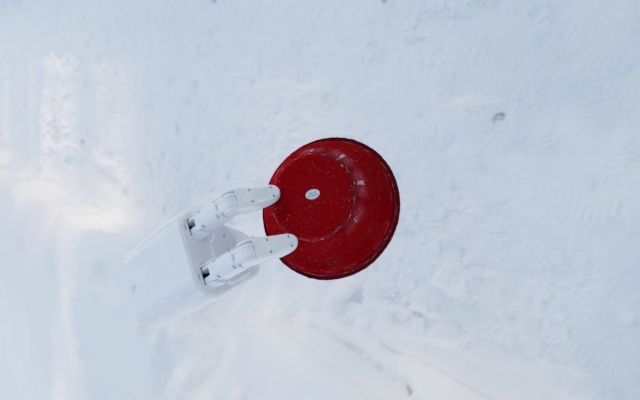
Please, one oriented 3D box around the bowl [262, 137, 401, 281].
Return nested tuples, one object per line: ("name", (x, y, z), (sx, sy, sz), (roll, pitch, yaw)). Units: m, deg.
("bowl", (0.001, 0.001, 0.505), (0.162, 0.162, 0.055), (0, -12, 20))
